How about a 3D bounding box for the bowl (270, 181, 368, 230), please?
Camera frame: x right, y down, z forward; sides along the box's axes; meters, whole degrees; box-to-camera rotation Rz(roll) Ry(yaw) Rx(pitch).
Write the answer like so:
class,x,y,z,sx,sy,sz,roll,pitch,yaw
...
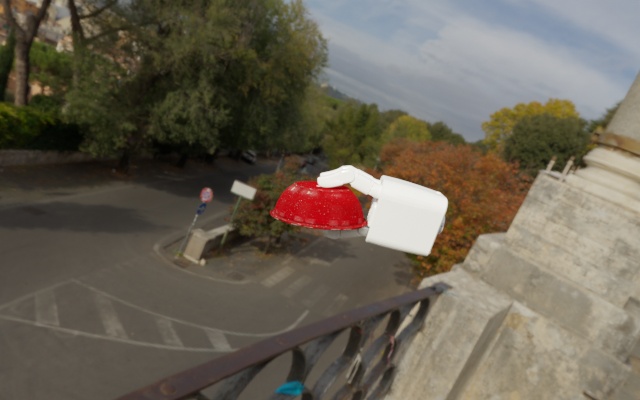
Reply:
class,x,y,z,sx,sy,sz,roll,pitch,yaw
bowl,-0.001,0.002,0.778,0.162,0.055,0.162,6,10,-1
